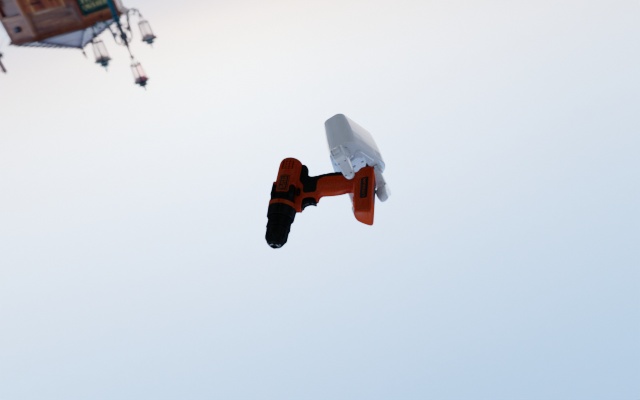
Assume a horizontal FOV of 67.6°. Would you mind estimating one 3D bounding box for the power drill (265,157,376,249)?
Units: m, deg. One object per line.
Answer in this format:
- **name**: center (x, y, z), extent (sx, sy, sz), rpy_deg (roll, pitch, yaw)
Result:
- **power drill**: center (0.001, 0.003, 0.836), extent (0.187, 0.184, 0.057), rpy_deg (2, -32, 11)
